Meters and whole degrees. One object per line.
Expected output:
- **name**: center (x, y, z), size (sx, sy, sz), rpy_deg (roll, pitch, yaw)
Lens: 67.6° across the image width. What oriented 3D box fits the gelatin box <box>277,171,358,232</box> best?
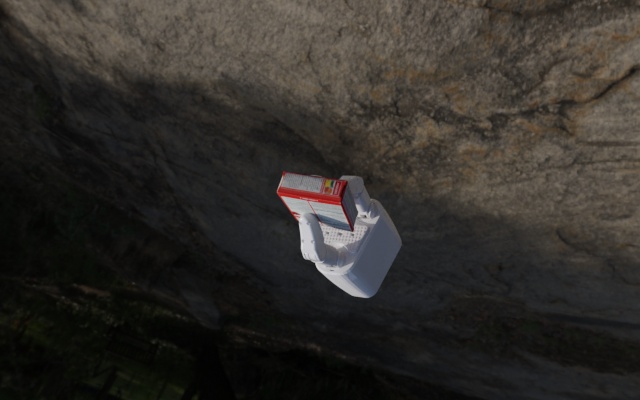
- **gelatin box**: center (0.000, 0.002, 0.540), size (0.073, 0.030, 0.089), rpy_deg (10, -20, 18)
